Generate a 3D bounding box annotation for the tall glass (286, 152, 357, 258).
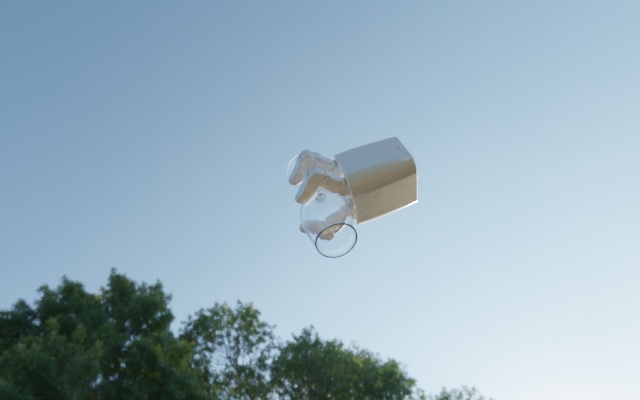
[{"bbox_3d":[0.000,0.002,0.749,0.079,0.079,0.201,0,34,-16],"label":"tall glass"}]
